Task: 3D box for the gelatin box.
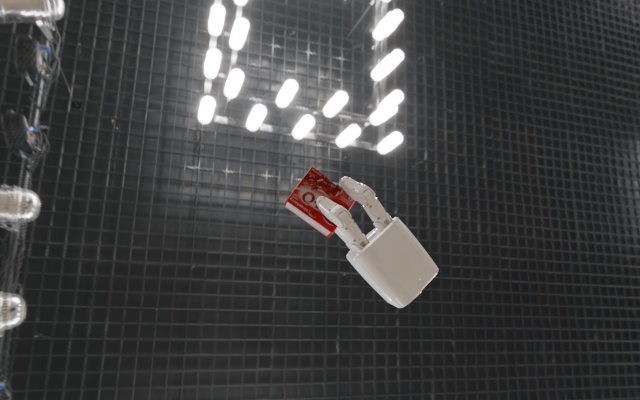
[{"bbox_3d":[0.000,0.002,0.747,0.089,0.073,0.030,36,-23,0],"label":"gelatin box"}]
